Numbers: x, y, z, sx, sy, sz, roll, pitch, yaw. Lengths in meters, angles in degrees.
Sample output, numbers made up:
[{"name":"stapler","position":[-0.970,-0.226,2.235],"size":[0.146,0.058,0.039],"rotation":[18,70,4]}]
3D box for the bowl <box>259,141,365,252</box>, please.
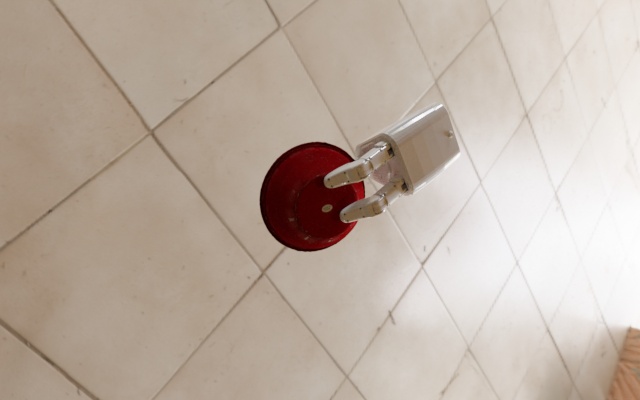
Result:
[{"name":"bowl","position":[-0.001,0.003,0.660],"size":[0.162,0.162,0.055],"rotation":[0,13,-21]}]
